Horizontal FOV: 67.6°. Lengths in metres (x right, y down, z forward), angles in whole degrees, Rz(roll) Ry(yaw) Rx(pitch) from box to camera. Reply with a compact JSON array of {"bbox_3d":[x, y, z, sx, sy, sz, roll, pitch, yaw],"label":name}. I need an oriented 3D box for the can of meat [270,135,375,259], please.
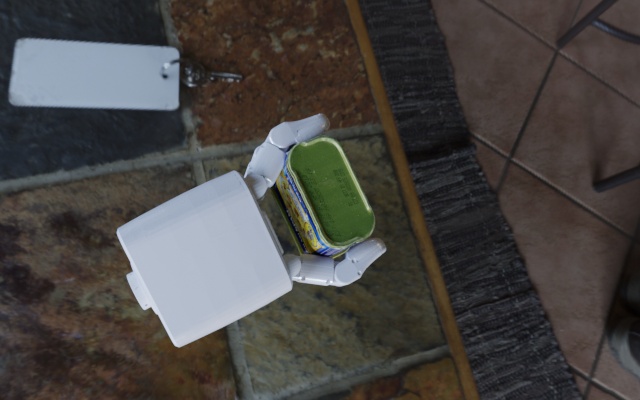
[{"bbox_3d":[0.000,0.001,0.432,0.057,0.102,0.084,-23,-7,-18],"label":"can of meat"}]
